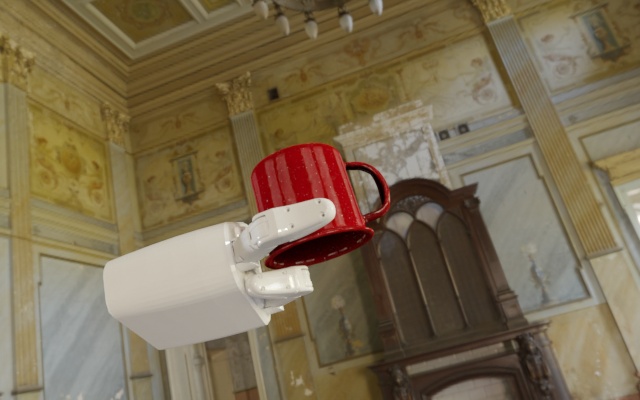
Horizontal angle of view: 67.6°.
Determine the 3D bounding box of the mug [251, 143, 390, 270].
[{"bbox_3d":[0.001,0.001,0.404,0.117,0.081,0.093,-17,-19,0],"label":"mug"}]
